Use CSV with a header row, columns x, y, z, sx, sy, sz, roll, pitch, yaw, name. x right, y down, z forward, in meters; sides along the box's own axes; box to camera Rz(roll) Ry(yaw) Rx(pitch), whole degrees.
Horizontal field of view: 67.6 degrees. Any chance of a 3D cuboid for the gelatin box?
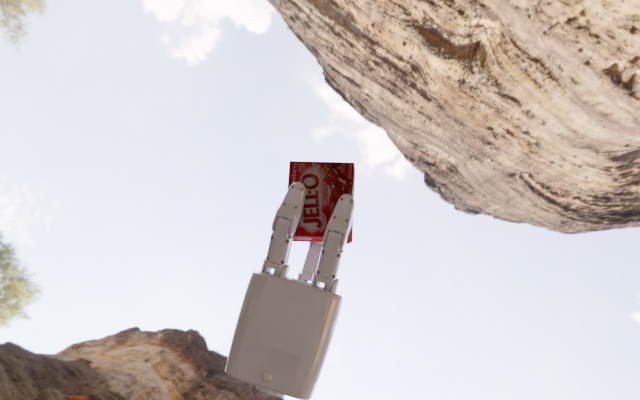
x,y,z,sx,sy,sz,roll,pitch,yaw,name
0.000,0.002,0.529,0.073,0.089,0.030,2,-19,6,gelatin box
